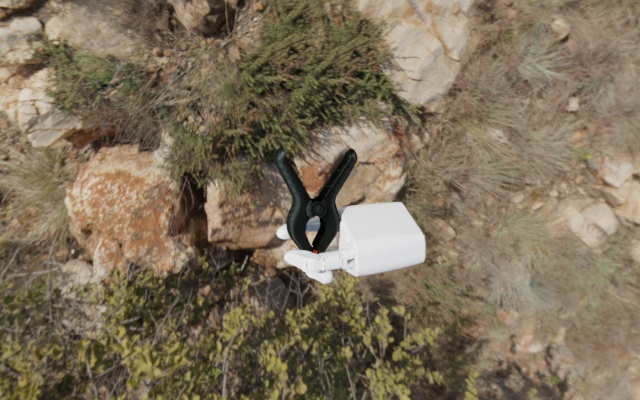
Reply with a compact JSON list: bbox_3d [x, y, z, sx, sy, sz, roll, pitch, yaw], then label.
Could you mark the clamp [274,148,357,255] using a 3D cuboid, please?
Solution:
[{"bbox_3d":[0.000,0.003,0.680,0.120,0.171,0.039,-9,19,-13],"label":"clamp"}]
